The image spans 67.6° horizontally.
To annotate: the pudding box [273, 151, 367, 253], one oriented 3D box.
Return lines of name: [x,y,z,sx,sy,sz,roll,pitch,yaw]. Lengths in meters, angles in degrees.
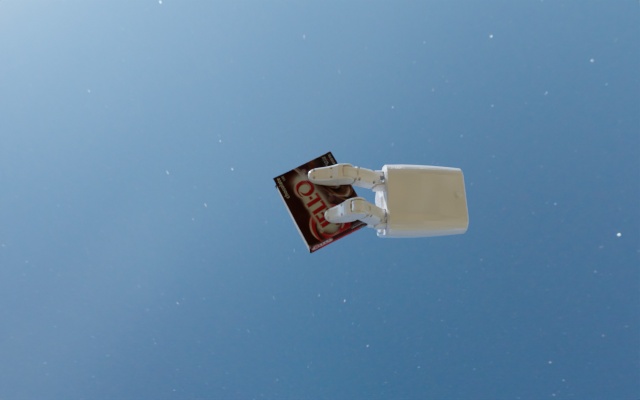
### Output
pudding box: [0.000,0.002,0.647,0.090,0.113,0.039,-26,-21,-11]
